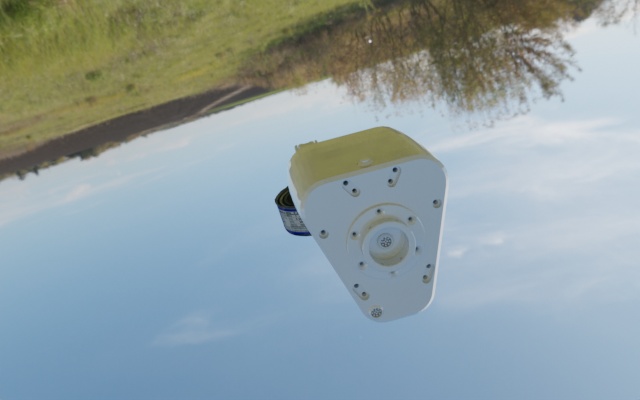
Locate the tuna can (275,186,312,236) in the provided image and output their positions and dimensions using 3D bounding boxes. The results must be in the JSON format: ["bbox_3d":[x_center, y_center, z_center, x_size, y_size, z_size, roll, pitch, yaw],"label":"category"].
[{"bbox_3d":[0.000,0.002,0.476,0.086,0.034,0.086,-15,20,6],"label":"tuna can"}]
